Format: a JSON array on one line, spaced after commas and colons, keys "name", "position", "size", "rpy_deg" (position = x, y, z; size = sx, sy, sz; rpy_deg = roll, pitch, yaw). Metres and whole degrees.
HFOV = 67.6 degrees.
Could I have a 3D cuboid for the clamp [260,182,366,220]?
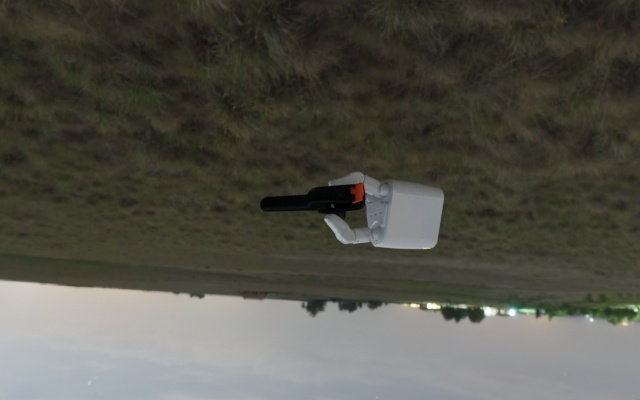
[{"name": "clamp", "position": [0.000, 0.003, 0.775], "size": [0.164, 0.036, 0.210], "rpy_deg": [6, -11, -20]}]
